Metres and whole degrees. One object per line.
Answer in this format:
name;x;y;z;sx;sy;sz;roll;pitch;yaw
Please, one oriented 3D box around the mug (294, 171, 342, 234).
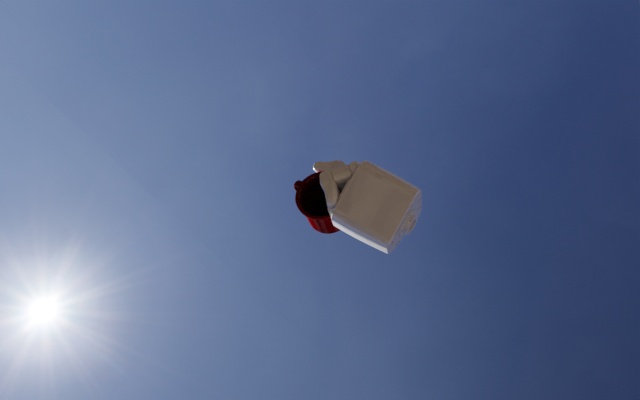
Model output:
mug;-0.001;0.002;0.853;0.117;0.093;0.081;29;-17;24
